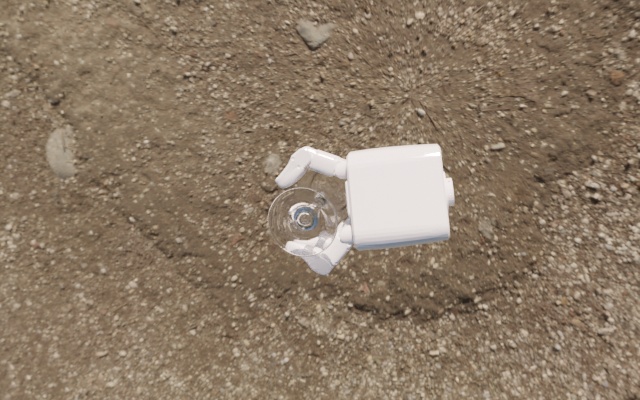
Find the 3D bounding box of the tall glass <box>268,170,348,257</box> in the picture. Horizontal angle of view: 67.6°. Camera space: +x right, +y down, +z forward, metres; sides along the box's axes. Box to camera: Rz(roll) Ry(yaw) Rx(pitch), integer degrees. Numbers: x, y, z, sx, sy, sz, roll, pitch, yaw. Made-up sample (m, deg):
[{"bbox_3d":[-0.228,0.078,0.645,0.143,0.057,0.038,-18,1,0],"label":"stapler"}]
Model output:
[{"bbox_3d":[0.000,0.002,0.586,0.079,0.079,0.201,0,12,11],"label":"tall glass"}]
